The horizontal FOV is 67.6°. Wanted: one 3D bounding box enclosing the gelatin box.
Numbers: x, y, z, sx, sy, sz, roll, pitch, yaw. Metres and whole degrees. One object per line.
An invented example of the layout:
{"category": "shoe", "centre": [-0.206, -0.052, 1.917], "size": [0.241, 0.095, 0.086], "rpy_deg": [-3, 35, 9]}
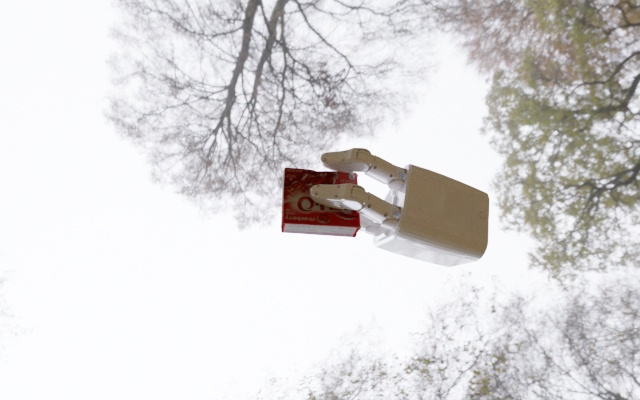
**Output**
{"category": "gelatin box", "centre": [0.000, 0.002, 0.549], "size": [0.089, 0.073, 0.030], "rpy_deg": [4, -30, -8]}
